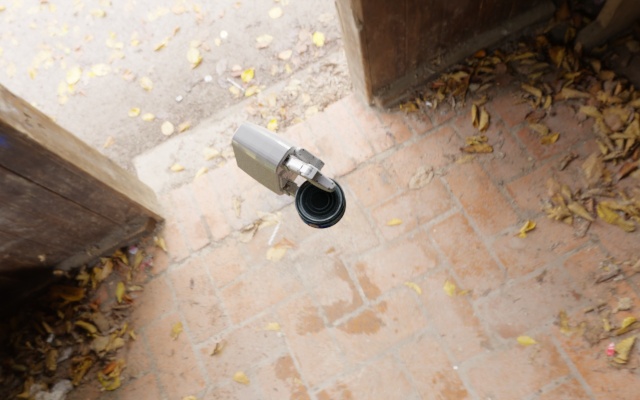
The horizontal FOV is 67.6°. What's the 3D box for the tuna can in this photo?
[{"bbox_3d":[0.000,0.002,0.800,0.086,0.086,0.034,0,-16,5],"label":"tuna can"}]
